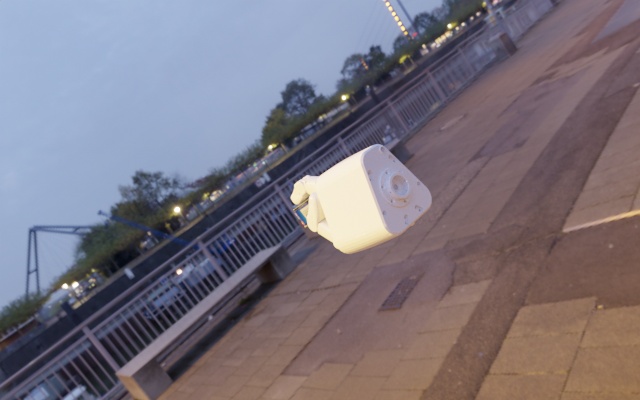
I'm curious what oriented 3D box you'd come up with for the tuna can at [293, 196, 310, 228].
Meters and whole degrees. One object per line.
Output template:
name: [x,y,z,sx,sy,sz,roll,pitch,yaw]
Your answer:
tuna can: [0.000,0.002,0.732,0.086,0.034,0.086,-38,3,2]
